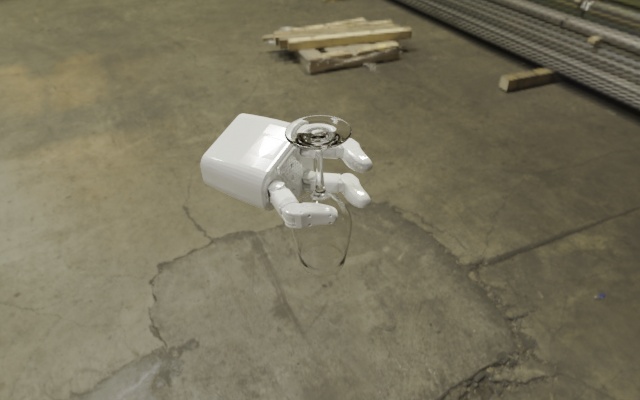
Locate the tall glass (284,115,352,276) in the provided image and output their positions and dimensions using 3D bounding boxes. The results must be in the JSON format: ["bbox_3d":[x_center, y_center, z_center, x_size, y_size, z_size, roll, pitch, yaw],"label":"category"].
[{"bbox_3d":[0.000,0.001,0.587,0.079,0.201,0.079,-2,38,1],"label":"tall glass"}]
